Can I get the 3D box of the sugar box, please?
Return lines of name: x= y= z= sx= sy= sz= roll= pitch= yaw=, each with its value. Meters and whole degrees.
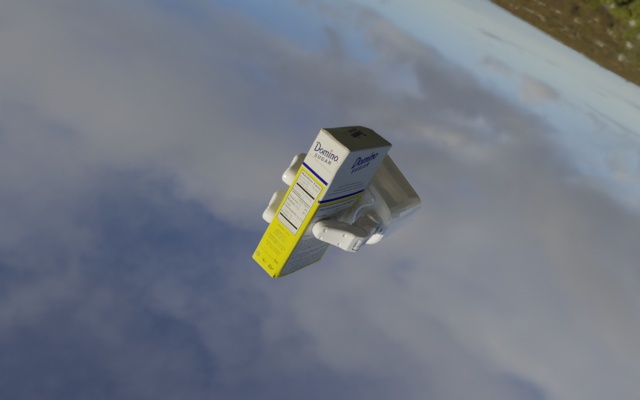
sugar box: x=0.000 y=0.001 z=0.525 sx=0.048 sy=0.176 sz=0.093 roll=40 pitch=29 yaw=23
